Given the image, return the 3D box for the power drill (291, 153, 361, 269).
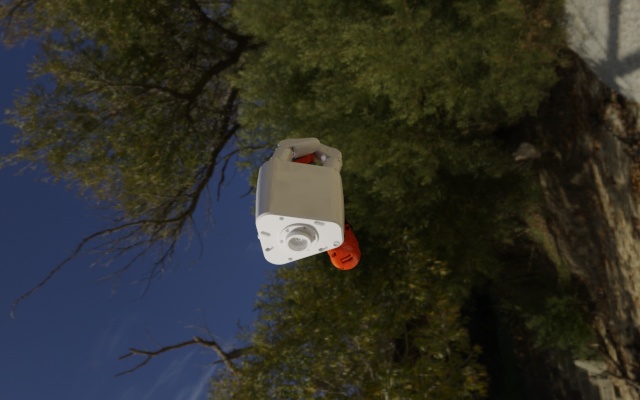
[{"bbox_3d":[0.000,0.002,0.770,0.057,0.188,0.184,-30,19,2],"label":"power drill"}]
